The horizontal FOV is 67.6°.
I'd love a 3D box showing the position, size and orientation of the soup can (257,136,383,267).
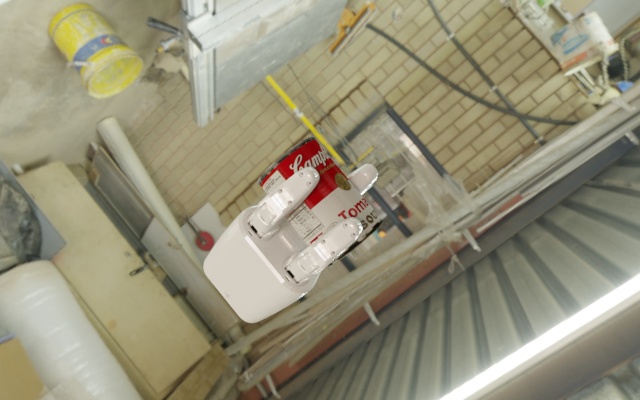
[{"bbox_3d":[0.001,0.001,0.440,0.068,0.102,0.068,-39,-3,-2],"label":"soup can"}]
